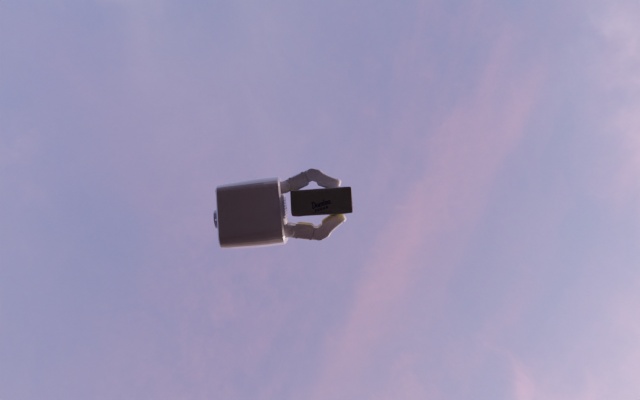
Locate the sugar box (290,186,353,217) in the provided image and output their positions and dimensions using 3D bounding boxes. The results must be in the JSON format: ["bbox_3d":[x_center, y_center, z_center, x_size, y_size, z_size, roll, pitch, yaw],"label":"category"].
[{"bbox_3d":[0.000,0.003,0.782,0.093,0.048,0.176,-4,2,0],"label":"sugar box"}]
